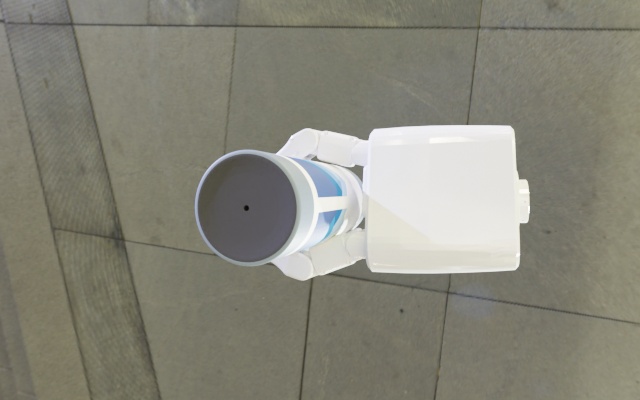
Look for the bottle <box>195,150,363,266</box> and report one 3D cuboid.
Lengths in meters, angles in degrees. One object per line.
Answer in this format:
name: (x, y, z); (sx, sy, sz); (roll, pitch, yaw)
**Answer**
bottle: (0.000, 0.001, 0.411); (0.069, 0.069, 0.295); (0, 1, 17)
